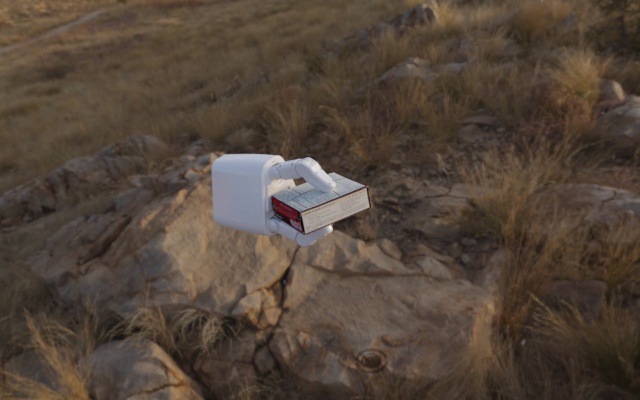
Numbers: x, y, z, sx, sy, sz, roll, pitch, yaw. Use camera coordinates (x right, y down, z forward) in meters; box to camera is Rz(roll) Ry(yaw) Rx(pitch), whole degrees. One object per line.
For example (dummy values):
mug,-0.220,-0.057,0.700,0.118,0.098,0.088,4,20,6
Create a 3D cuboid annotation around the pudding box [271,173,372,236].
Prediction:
pudding box,0.000,0.002,0.669,0.113,0.039,0.090,-23,27,-24
